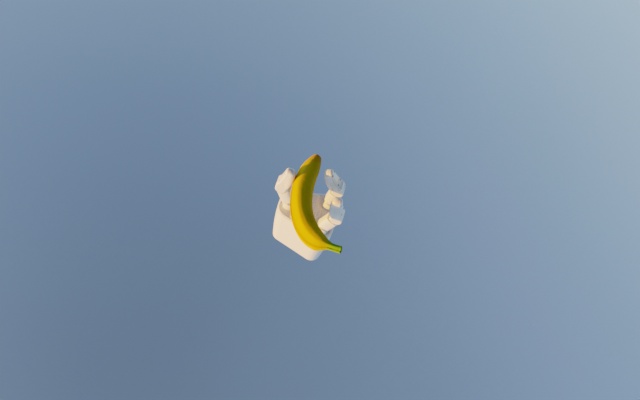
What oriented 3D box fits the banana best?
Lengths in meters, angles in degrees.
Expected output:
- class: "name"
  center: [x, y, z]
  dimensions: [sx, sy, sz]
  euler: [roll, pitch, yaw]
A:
- class: "banana"
  center: [-0.017, 0.007, 0.790]
  dimensions: [0.069, 0.197, 0.037]
  euler: [-5, -32, -12]
